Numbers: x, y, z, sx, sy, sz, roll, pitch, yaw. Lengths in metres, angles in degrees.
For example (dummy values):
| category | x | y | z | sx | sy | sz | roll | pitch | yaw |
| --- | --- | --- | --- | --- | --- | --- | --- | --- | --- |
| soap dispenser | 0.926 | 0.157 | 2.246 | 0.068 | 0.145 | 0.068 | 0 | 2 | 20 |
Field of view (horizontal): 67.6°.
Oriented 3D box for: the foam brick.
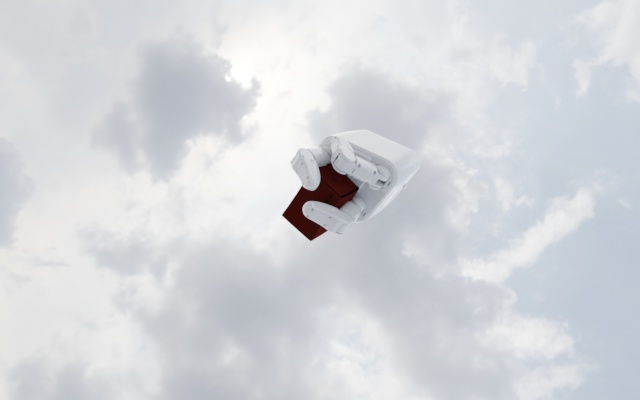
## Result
| category | x | y | z | sx | sy | sz | roll | pitch | yaw |
| --- | --- | --- | --- | --- | --- | --- | --- | --- | --- |
| foam brick | 0.000 | 0.002 | 0.597 | 0.053 | 0.078 | 0.051 | 43 | 30 | 12 |
